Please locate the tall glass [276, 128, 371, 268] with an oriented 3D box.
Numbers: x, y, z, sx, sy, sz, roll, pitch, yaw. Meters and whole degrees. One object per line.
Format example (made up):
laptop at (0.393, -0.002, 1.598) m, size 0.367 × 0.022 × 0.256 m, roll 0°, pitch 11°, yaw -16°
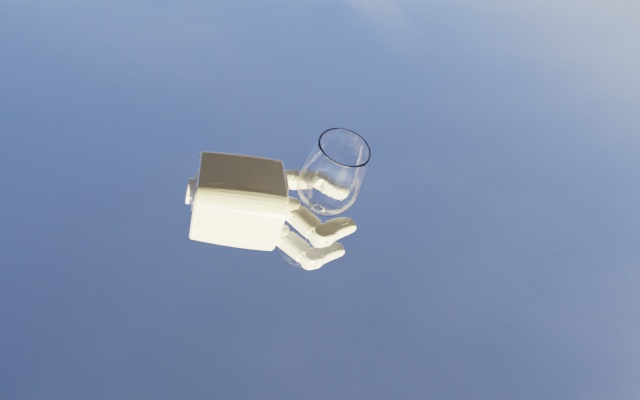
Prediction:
tall glass at (0.000, 0.002, 0.605) m, size 0.079 × 0.079 × 0.201 m, roll 0°, pitch -38°, yaw -21°
